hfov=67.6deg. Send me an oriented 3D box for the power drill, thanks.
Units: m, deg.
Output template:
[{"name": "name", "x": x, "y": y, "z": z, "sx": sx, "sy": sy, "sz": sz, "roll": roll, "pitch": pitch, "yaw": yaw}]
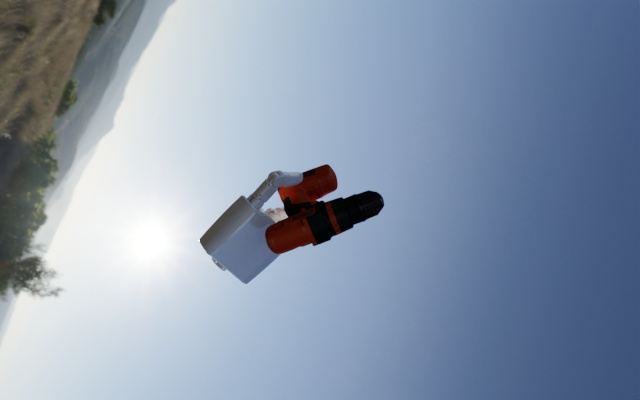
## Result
[{"name": "power drill", "x": 0.000, "y": 0.002, "z": 0.770, "sx": 0.184, "sy": 0.057, "sz": 0.187, "roll": -20, "pitch": 23, "yaw": 3}]
